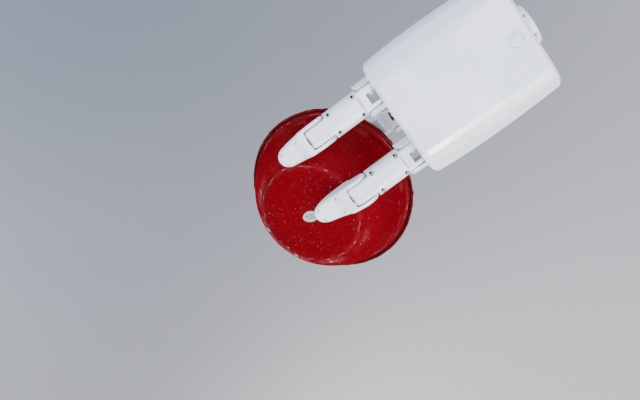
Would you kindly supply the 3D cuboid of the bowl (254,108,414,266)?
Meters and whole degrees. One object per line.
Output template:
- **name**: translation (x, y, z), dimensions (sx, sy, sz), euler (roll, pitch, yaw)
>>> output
- **bowl**: translation (-0.001, 0.002, 0.438), dimensions (0.162, 0.162, 0.055), euler (0, 23, 22)
